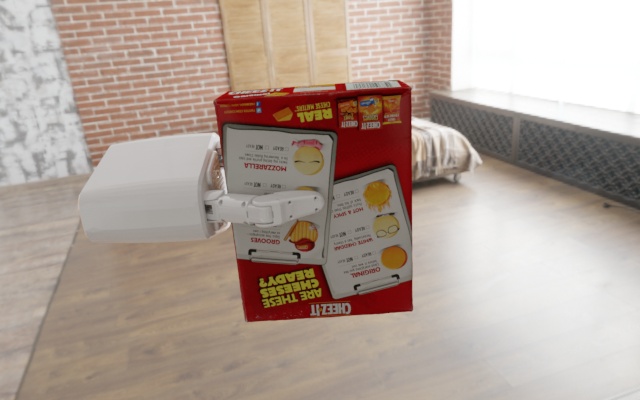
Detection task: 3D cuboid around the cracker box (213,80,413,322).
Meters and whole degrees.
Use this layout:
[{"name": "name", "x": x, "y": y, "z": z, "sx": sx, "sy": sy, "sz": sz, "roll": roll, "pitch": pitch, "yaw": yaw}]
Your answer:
[{"name": "cracker box", "x": 0.000, "y": 0.001, "z": 0.449, "sx": 0.164, "sy": 0.214, "sz": 0.072, "roll": -4, "pitch": 21, "yaw": 2}]
